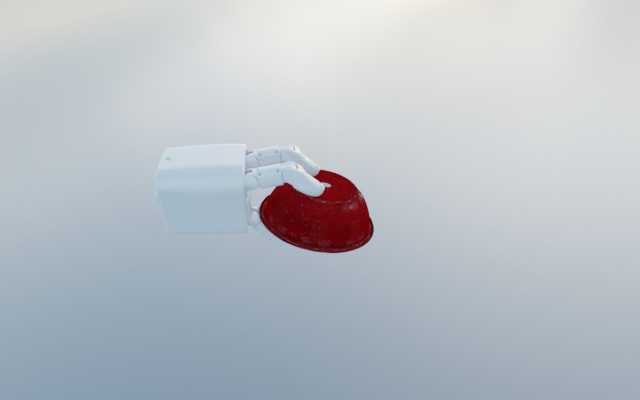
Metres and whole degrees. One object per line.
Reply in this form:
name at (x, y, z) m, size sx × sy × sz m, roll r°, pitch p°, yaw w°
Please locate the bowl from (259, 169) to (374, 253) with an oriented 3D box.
bowl at (0.001, 0.002, 0.648) m, size 0.162 × 0.055 × 0.162 m, roll 10°, pitch 29°, yaw -5°
